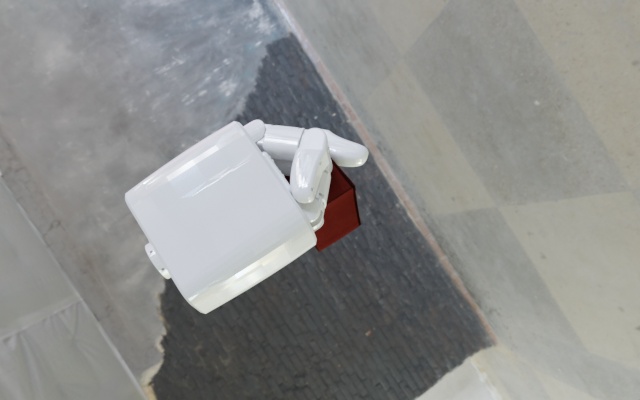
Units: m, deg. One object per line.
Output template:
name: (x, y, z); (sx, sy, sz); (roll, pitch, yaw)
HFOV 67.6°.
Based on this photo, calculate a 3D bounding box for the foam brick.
foam brick: (0.000, 0.002, 0.443); (0.051, 0.053, 0.078); (-34, -29, -9)
